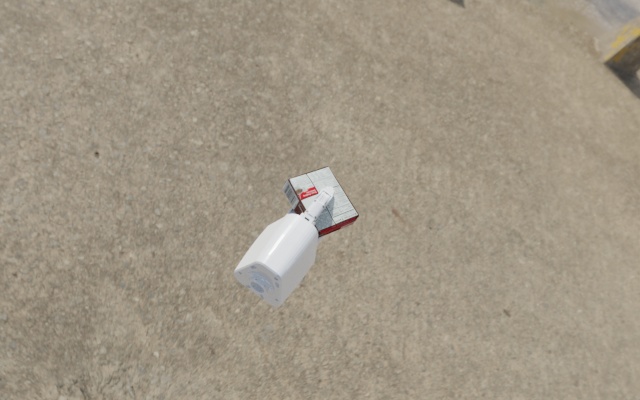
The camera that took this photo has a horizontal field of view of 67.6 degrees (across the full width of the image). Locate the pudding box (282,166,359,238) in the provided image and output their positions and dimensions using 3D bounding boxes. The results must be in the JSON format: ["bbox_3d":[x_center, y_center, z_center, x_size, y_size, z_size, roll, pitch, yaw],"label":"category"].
[{"bbox_3d":[0.000,0.003,0.826,0.090,0.113,0.039,-19,-20,-31],"label":"pudding box"}]
